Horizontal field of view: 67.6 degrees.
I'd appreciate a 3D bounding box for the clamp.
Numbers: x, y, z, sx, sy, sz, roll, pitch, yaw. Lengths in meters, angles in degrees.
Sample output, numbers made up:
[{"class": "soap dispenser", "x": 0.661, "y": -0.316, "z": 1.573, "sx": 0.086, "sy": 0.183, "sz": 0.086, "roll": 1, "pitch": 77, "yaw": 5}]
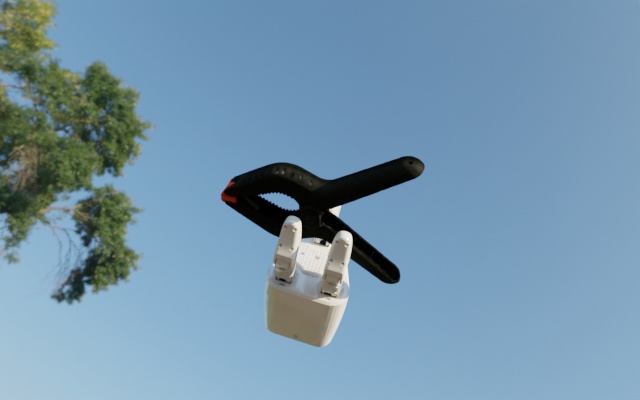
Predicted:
[{"class": "clamp", "x": 0.000, "y": 0.001, "z": 0.494, "sx": 0.210, "sy": 0.165, "sz": 0.036, "roll": 17, "pitch": 41, "yaw": 6}]
